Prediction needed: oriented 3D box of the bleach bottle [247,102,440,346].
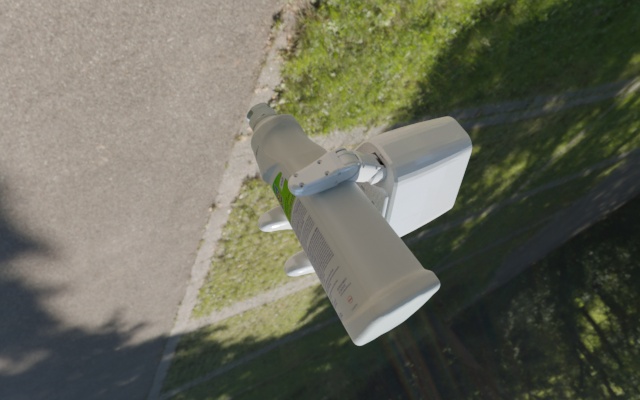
[{"bbox_3d":[0.000,0.002,0.442,0.068,0.250,0.103,-22,-25,-25],"label":"bleach bottle"}]
